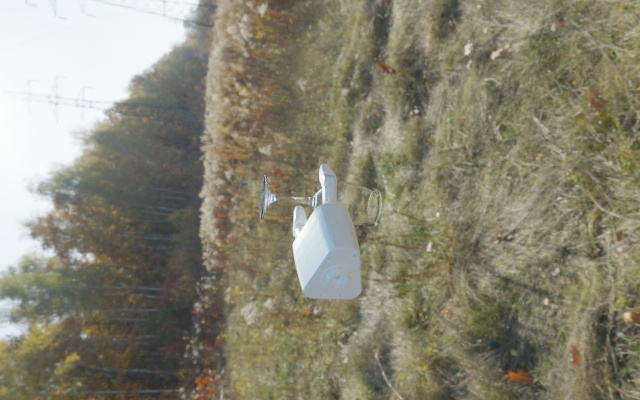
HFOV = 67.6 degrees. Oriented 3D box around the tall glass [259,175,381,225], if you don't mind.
[{"bbox_3d":[-0.001,0.002,0.819,0.201,0.079,0.079,4,-1,-14],"label":"tall glass"}]
